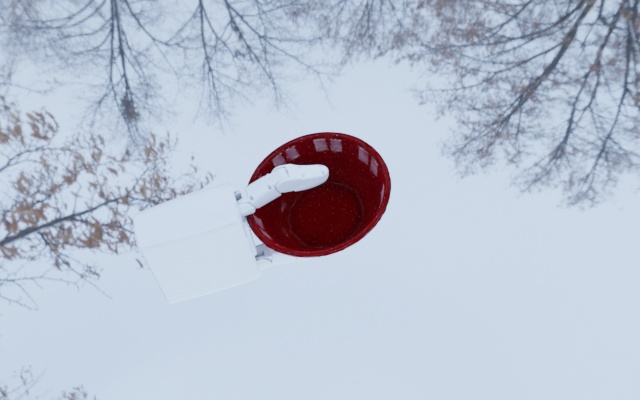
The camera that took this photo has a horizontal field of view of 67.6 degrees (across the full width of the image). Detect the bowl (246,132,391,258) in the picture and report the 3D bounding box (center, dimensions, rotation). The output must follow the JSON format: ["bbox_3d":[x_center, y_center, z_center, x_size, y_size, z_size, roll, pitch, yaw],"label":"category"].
[{"bbox_3d":[0.001,0.002,0.533,0.162,0.162,0.055,0,-32,15],"label":"bowl"}]
